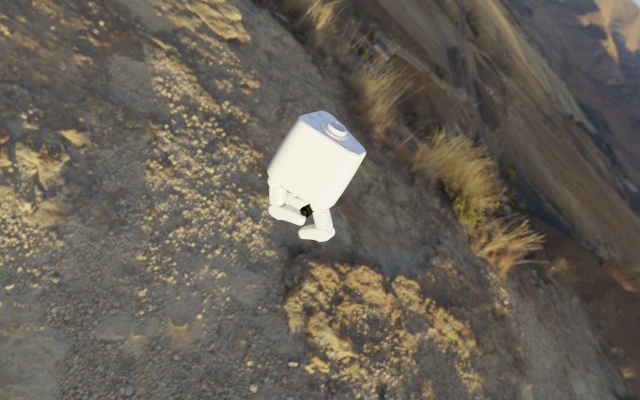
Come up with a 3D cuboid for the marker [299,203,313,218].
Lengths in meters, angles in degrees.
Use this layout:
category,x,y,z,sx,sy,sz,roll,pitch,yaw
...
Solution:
category,x,y,z,sx,sy,sz,roll,pitch,yaw
marker,0.000,0.003,0.782,0.020,0.020,0.121,0,16,28
